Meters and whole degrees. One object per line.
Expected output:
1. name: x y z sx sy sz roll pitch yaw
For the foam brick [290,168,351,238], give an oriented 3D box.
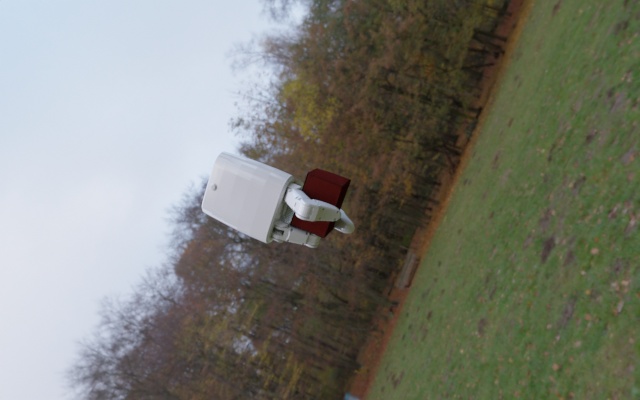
1. foam brick: 0.000 0.002 0.643 0.051 0.078 0.053 23 16 10
